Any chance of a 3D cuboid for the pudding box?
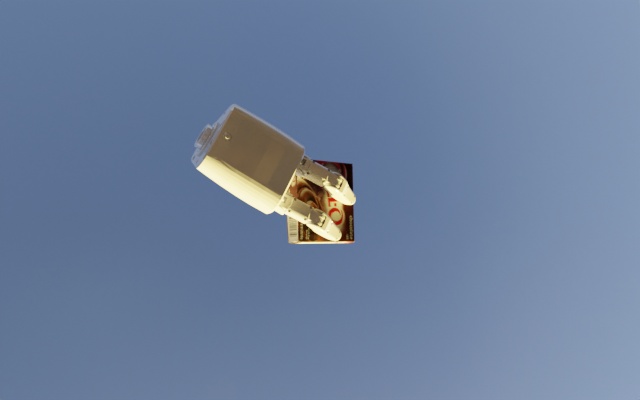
[{"bbox_3d":[0.000,0.002,0.651,0.090,0.113,0.039,2,-5,-31],"label":"pudding box"}]
